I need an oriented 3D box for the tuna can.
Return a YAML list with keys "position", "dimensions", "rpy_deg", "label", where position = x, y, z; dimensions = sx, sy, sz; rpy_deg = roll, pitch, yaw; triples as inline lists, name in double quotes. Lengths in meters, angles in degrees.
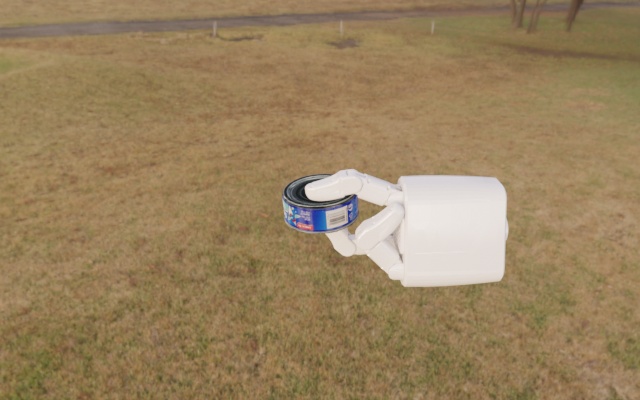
- position: [0.000, 0.001, 0.538]
  dimensions: [0.086, 0.034, 0.086]
  rpy_deg: [-4, 28, 2]
  label: "tuna can"
